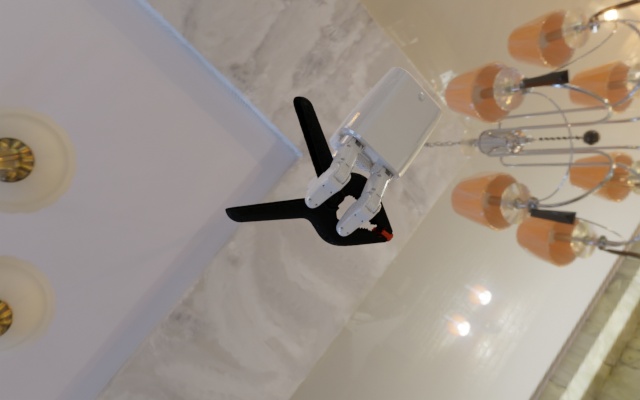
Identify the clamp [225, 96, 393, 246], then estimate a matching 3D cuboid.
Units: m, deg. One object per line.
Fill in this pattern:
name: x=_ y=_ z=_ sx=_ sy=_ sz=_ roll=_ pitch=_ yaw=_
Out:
clamp: x=0.000 y=0.002 z=0.583 sx=0.210 sy=0.164 sz=0.036 roll=41 pitch=-8 yaw=-22
